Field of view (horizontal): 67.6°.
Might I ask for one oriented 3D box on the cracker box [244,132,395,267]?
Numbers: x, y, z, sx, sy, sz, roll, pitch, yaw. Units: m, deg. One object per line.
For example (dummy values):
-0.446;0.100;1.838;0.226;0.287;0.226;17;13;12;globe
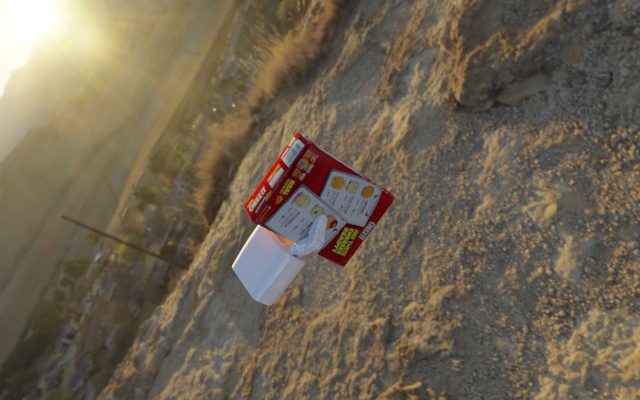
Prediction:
0.000;0.003;0.847;0.214;0.164;0.072;30;12;-32;cracker box
